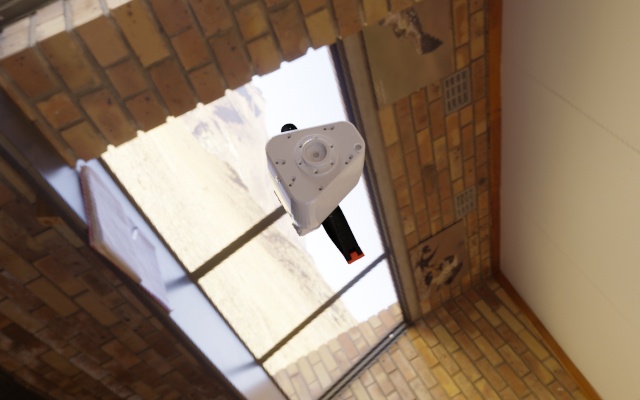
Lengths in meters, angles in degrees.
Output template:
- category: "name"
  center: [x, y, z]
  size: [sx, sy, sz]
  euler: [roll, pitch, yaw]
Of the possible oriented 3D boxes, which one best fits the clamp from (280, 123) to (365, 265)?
- category: "clamp"
  center: [0.001, 0.002, 0.714]
  size: [0.036, 0.210, 0.165]
  euler: [-28, -14, -9]
